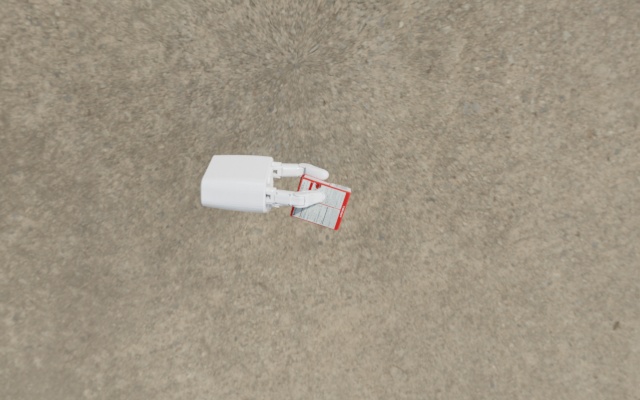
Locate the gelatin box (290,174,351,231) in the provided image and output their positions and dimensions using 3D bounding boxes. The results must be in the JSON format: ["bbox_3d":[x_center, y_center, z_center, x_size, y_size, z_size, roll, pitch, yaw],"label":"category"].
[{"bbox_3d":[0.000,0.003,0.819,0.089,0.073,0.030,18,16,1],"label":"gelatin box"}]
